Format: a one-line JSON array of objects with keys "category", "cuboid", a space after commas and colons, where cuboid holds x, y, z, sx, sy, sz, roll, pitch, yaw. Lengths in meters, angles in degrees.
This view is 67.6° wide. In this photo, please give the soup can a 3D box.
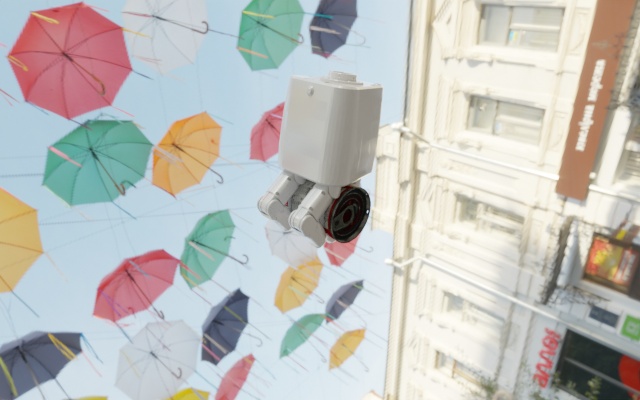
[{"category": "soup can", "cuboid": [0.000, 0.002, 0.577, 0.102, 0.068, 0.068, 23, 15, 39]}]
